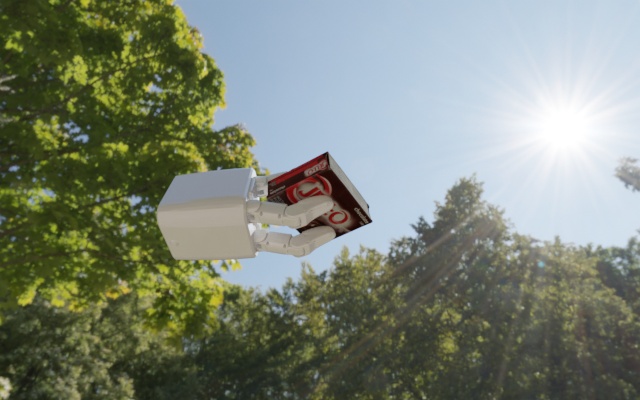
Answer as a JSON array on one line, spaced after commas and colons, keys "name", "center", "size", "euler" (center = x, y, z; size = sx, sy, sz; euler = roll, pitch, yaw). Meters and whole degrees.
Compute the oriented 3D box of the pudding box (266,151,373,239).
[{"name": "pudding box", "center": [0.000, 0.002, 0.602], "size": [0.090, 0.039, 0.113], "euler": [-25, -47, 20]}]
